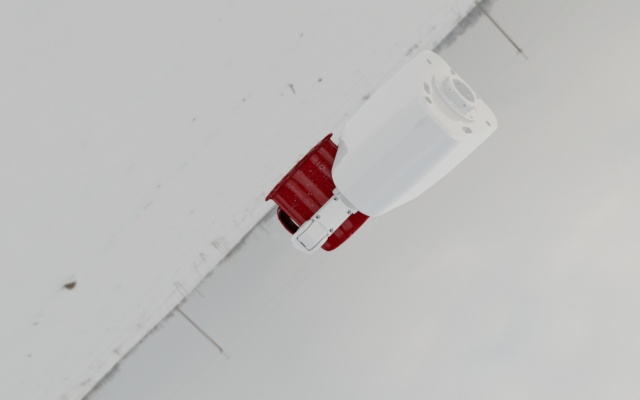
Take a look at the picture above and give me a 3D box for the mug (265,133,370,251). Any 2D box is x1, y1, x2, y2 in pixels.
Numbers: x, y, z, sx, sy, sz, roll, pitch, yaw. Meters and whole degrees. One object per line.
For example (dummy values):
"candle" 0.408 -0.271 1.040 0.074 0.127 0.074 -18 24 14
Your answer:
"mug" -0.001 0.003 0.475 0.117 0.081 0.093 -44 2 38
